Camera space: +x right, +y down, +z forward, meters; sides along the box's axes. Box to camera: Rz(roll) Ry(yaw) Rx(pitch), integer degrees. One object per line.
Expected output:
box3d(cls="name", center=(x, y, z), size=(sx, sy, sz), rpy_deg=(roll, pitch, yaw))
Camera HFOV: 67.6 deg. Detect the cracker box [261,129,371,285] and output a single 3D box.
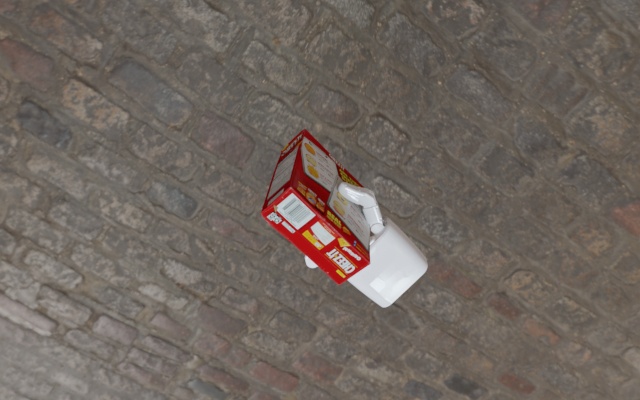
box3d(cls="cracker box", center=(0.000, 0.002, 0.744), size=(0.072, 0.164, 0.213), rpy_deg=(-39, 20, 22))
